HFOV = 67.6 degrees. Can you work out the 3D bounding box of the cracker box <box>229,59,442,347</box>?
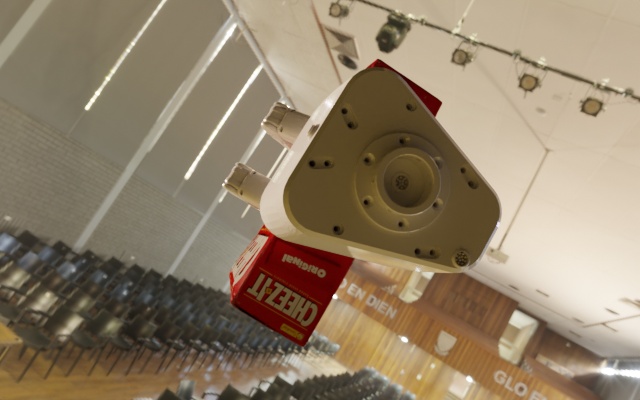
[{"bbox_3d":[0.000,0.001,0.426,0.072,0.213,0.164,33,-8,-7],"label":"cracker box"}]
